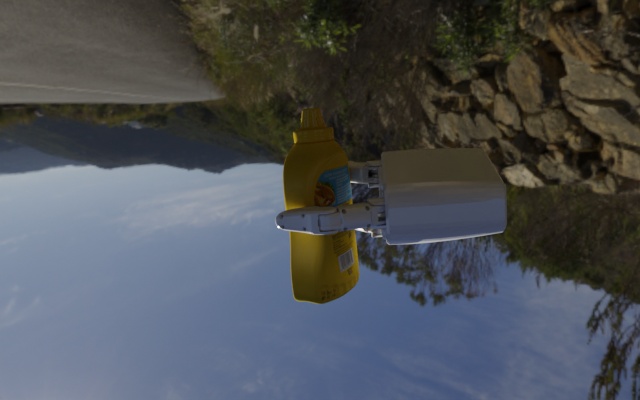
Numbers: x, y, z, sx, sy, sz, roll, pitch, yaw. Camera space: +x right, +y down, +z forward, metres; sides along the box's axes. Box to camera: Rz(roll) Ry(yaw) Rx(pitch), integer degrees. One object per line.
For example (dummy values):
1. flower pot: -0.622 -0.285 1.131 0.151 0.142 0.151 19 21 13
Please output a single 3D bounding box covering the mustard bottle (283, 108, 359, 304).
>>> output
1. mustard bottle: 0.000 0.002 0.494 0.058 0.192 0.096 1 12 31
